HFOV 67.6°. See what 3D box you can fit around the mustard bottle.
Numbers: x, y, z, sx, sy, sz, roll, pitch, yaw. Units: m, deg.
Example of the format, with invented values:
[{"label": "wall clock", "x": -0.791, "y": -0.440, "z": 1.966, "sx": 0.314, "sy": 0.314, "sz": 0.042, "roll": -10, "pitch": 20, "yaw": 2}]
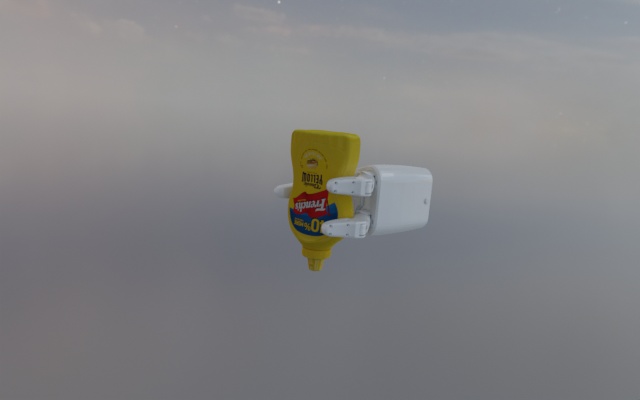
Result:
[{"label": "mustard bottle", "x": 0.000, "y": 0.002, "z": 0.649, "sx": 0.096, "sy": 0.192, "sz": 0.058, "roll": 11, "pitch": 13, "yaw": 32}]
